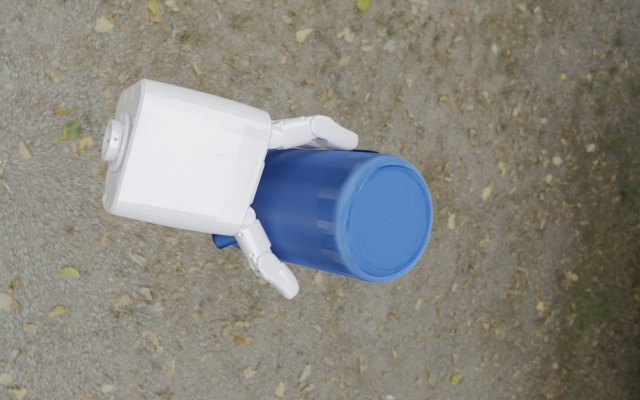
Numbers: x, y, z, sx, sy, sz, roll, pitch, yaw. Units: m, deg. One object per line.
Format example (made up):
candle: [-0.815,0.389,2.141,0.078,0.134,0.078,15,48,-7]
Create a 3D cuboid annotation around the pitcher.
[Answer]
pitcher: [0.000,0.002,0.493,0.145,0.149,0.243,15,-4,-33]
